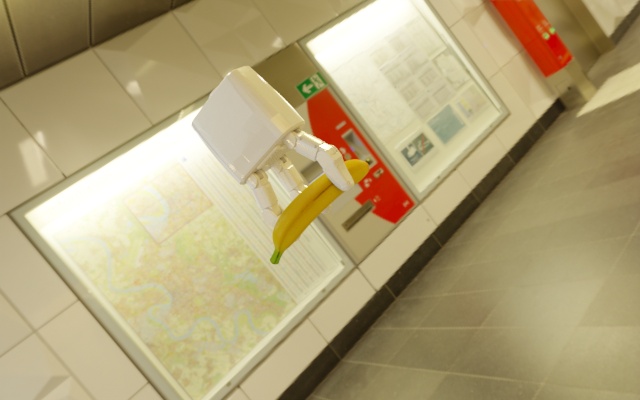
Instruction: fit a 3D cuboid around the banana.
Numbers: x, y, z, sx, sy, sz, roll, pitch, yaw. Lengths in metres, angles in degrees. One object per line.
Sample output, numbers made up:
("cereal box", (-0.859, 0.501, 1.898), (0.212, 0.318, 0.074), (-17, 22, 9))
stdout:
("banana", (0.001, -0.004, 0.613), (0.197, 0.037, 0.070), (-43, -12, -24))
